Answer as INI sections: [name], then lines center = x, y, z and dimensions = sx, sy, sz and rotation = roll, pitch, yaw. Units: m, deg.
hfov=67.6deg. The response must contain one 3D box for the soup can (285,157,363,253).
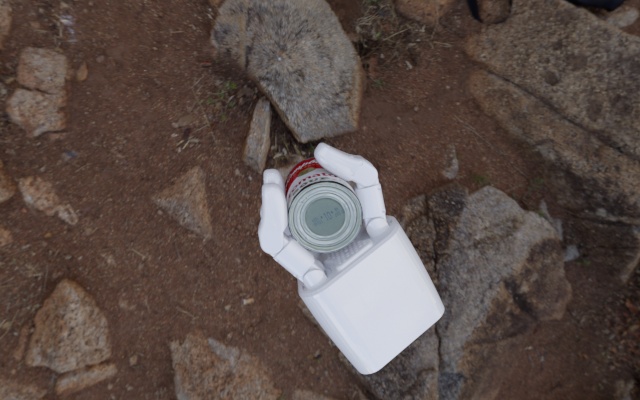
[soup can]
center = 0.000, 0.001, 0.457
dimensions = 0.068, 0.068, 0.102
rotation = 0, 17, -5
